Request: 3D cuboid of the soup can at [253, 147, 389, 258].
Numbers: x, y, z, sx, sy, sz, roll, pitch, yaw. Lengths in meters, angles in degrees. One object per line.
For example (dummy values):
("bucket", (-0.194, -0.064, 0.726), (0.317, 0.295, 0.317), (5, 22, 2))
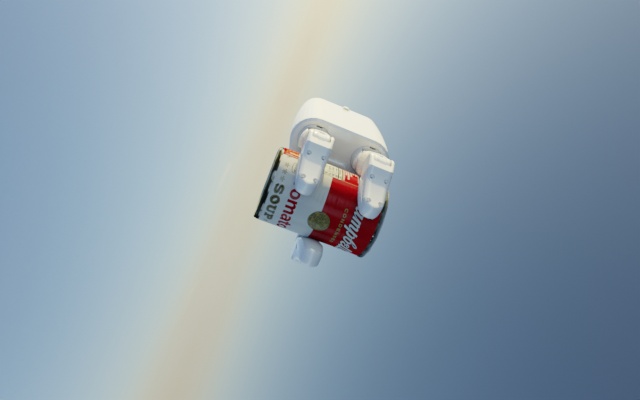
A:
("soup can", (0.000, 0.002, 0.421), (0.102, 0.068, 0.068), (21, -3, -8))
